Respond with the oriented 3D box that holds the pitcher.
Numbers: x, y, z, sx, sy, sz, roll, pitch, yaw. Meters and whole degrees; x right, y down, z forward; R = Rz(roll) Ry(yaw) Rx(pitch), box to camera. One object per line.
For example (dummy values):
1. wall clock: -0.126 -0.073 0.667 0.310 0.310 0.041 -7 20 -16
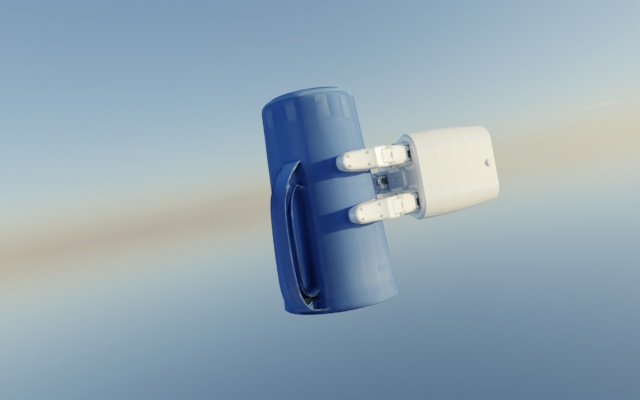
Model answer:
1. pitcher: 0.000 0.002 0.540 0.145 0.243 0.149 -10 0 -15
